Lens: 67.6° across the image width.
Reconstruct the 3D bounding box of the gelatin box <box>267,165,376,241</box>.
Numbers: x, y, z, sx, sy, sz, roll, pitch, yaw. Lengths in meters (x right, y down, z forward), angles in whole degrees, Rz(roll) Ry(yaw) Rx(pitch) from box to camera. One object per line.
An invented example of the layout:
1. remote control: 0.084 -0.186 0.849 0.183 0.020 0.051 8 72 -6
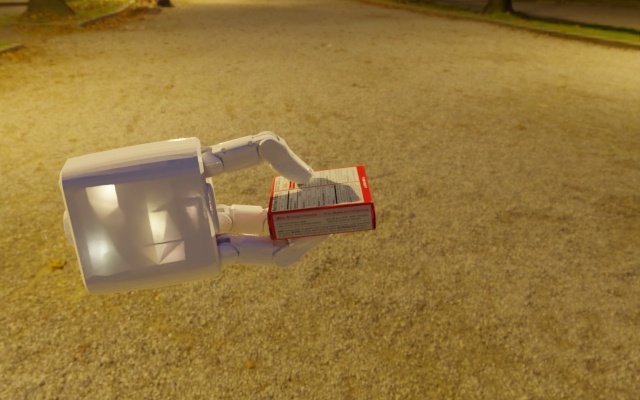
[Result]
1. gelatin box: 0.000 0.001 0.419 0.089 0.030 0.073 -7 28 2
